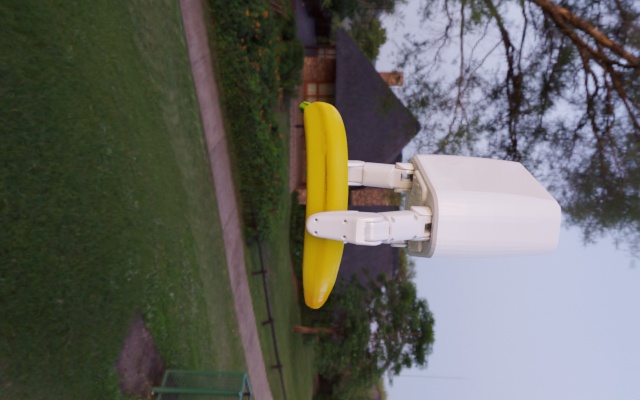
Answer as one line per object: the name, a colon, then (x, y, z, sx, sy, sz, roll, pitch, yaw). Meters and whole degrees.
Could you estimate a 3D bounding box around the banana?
banana: (0.003, -0.006, 0.419, 0.037, 0.197, 0.070, 2, -13, -9)
